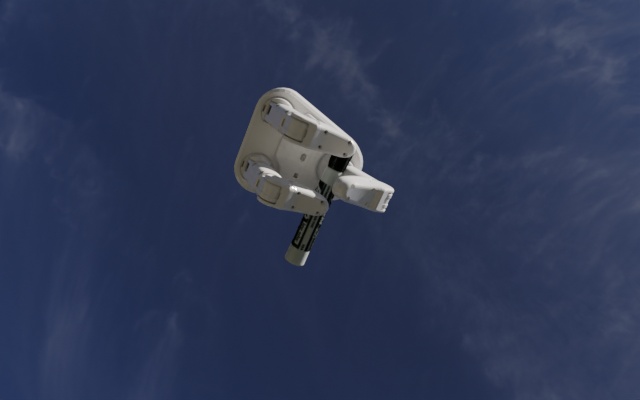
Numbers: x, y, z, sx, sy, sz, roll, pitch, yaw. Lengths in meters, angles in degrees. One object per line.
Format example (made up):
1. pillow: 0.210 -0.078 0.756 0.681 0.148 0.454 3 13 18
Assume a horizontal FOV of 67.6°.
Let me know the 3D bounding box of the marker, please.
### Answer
1. marker: 0.000 0.001 0.420 0.020 0.121 0.020 23 13 -6
